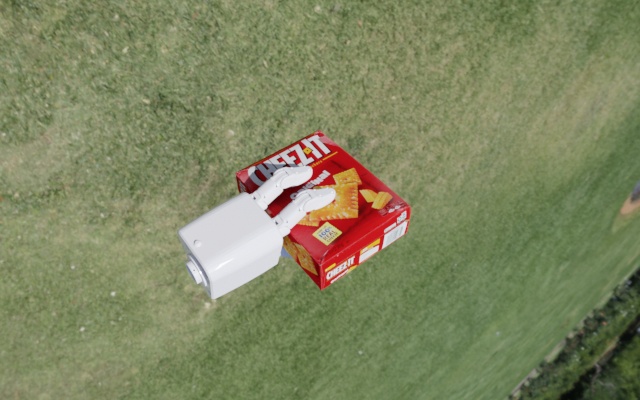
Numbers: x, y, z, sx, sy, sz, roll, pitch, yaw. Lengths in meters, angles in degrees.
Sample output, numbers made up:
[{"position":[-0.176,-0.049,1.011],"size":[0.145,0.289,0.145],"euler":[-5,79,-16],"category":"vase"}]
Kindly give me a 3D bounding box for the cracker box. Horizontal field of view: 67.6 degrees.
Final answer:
[{"position":[0.000,0.003,0.704],"size":[0.164,0.072,0.213],"euler":[-30,55,-23],"category":"cracker box"}]
